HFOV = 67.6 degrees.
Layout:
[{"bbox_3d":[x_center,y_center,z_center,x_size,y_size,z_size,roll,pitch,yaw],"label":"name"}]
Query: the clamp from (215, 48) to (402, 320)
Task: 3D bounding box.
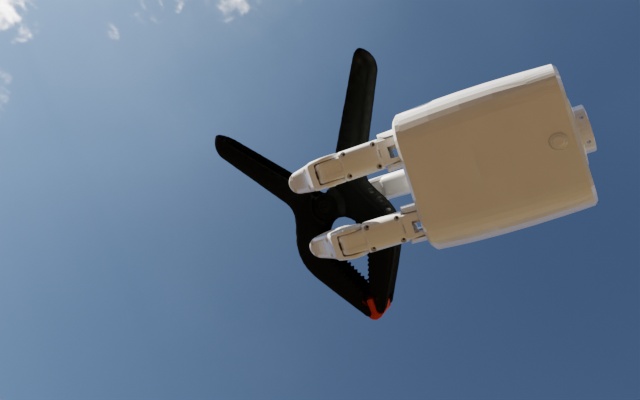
[{"bbox_3d":[0.001,0.002,0.407,0.164,0.210,0.036,-18,1,27],"label":"clamp"}]
